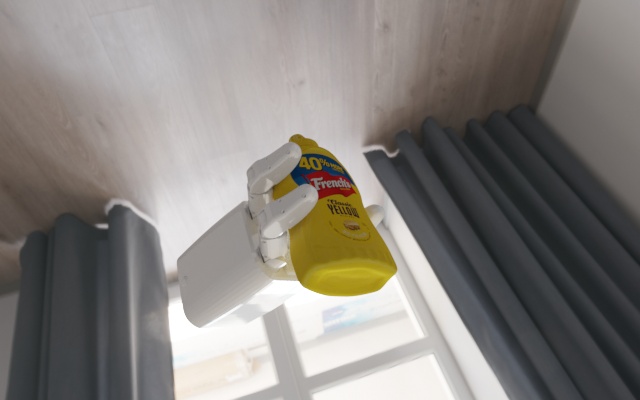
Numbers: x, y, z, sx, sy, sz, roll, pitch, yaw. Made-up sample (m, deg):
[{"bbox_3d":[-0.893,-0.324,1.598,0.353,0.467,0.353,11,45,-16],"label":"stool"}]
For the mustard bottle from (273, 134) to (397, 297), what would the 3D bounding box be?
[{"bbox_3d":[0.000,0.002,0.475,0.096,0.191,0.058,8,-48,-32],"label":"mustard bottle"}]
